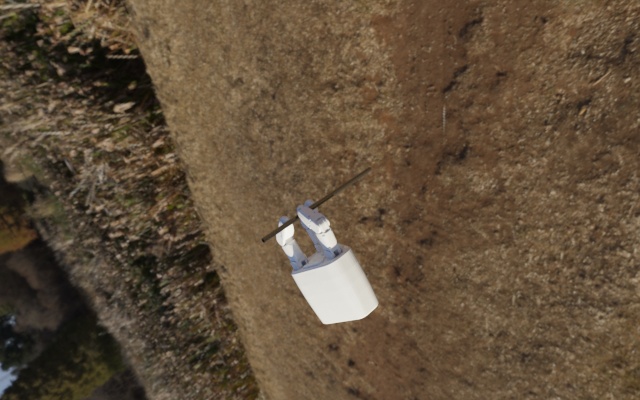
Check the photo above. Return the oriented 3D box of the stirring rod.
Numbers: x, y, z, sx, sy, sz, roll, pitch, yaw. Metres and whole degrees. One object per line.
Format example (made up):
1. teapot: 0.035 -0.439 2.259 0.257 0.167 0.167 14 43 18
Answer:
1. stirring rod: 0.000 0.003 0.781 0.239 0.011 0.011 -34 18 -29
